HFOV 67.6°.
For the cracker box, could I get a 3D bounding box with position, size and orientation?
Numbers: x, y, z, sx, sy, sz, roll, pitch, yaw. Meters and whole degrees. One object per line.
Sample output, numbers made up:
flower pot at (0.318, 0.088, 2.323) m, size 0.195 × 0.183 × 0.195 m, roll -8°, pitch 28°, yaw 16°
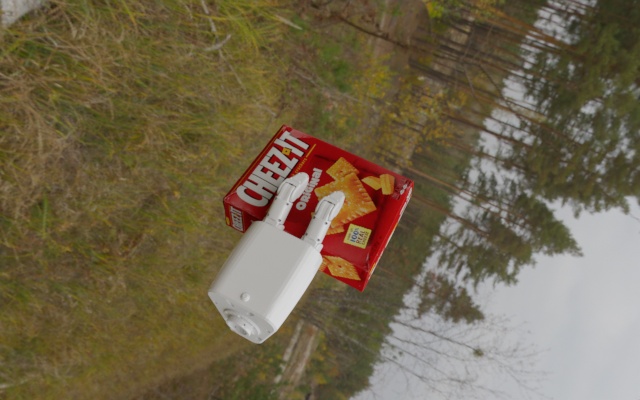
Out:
cracker box at (0.000, 0.002, 0.661) m, size 0.213 × 0.164 × 0.072 m, roll 25°, pitch -33°, yaw 12°
